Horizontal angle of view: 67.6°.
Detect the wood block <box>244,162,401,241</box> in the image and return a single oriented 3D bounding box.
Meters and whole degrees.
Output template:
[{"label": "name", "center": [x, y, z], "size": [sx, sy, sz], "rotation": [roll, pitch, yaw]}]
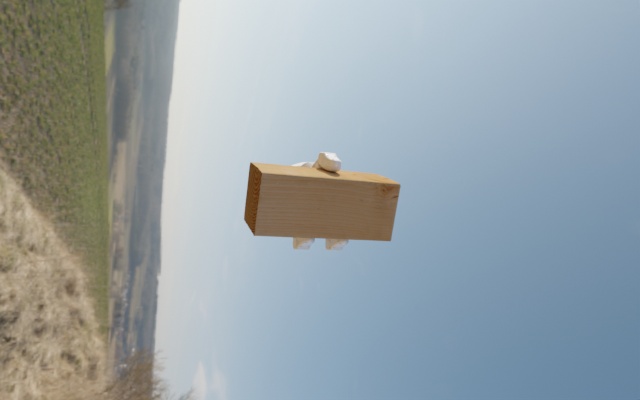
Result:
[{"label": "wood block", "center": [0.000, 0.002, 0.705], "size": [0.206, 0.091, 0.090], "rotation": [4, 12, -19]}]
